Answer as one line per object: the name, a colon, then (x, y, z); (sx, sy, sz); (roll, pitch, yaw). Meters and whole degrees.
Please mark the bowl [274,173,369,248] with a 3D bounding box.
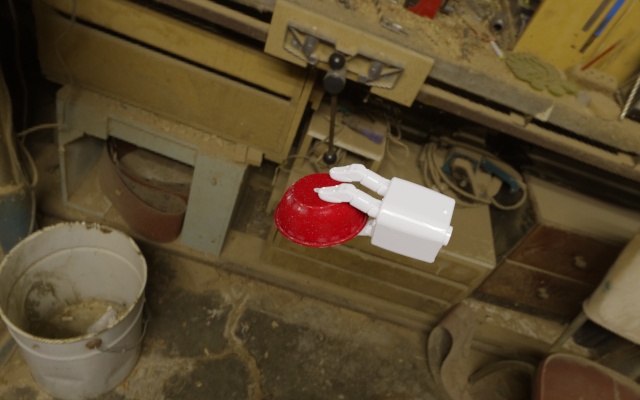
bowl: (-0.001, 0.002, 0.794); (0.162, 0.055, 0.162); (-3, 40, 2)
